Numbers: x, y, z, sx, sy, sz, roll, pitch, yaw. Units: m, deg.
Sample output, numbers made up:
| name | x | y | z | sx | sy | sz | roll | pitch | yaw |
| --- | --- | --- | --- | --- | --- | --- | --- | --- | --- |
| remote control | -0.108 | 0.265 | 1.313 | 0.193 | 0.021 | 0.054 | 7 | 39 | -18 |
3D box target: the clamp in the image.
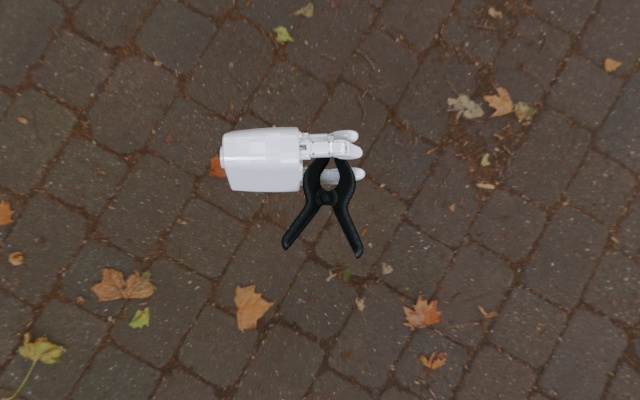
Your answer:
| name | x | y | z | sx | sy | sz | roll | pitch | yaw |
| --- | --- | --- | --- | --- | --- | --- | --- | --- | --- |
| clamp | 0.000 | 0.002 | 0.705 | 0.120 | 0.171 | 0.039 | -2 | -6 | -1 |
